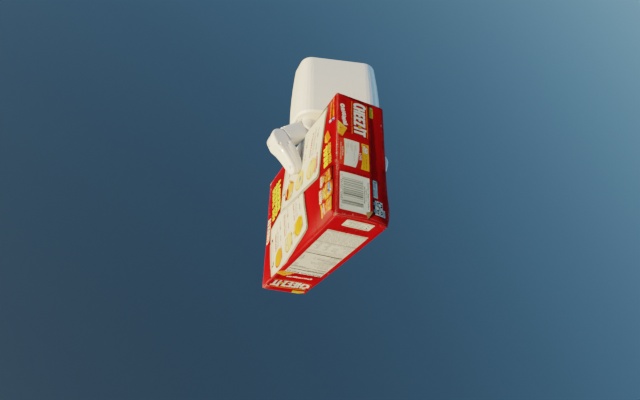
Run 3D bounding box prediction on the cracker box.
[{"bbox_3d":[0.000,0.002,0.589,0.072,0.164,0.214,15,-34,-20],"label":"cracker box"}]
